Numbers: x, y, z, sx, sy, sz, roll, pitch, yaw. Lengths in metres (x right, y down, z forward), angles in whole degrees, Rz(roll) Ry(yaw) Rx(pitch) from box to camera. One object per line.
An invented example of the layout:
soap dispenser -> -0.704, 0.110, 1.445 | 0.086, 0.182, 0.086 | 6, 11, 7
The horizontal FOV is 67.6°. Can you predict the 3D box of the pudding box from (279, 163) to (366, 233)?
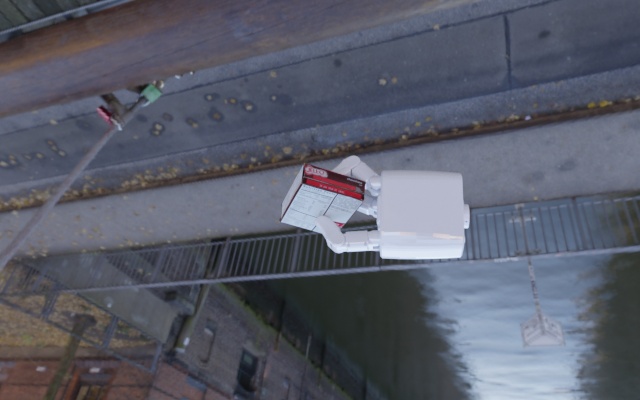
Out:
pudding box -> 0.000, 0.002, 0.666 | 0.090, 0.039, 0.113 | 17, -37, -13
